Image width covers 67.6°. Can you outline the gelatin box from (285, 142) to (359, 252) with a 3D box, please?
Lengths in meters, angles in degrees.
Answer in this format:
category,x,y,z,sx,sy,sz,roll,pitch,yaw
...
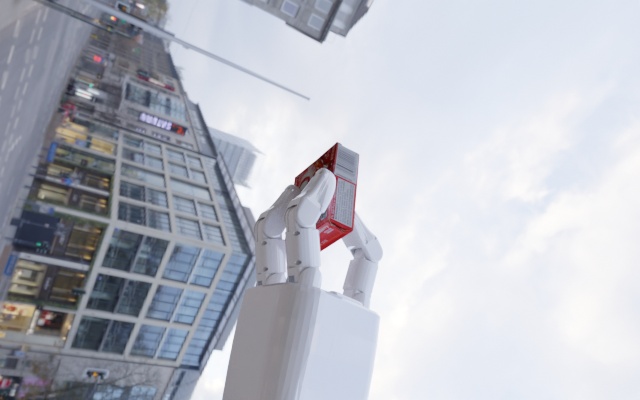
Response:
category,x,y,z,sx,sy,sz,roll,pitch,yaw
gelatin box,0.000,0.001,0.439,0.030,0.089,0.073,26,-38,-25
